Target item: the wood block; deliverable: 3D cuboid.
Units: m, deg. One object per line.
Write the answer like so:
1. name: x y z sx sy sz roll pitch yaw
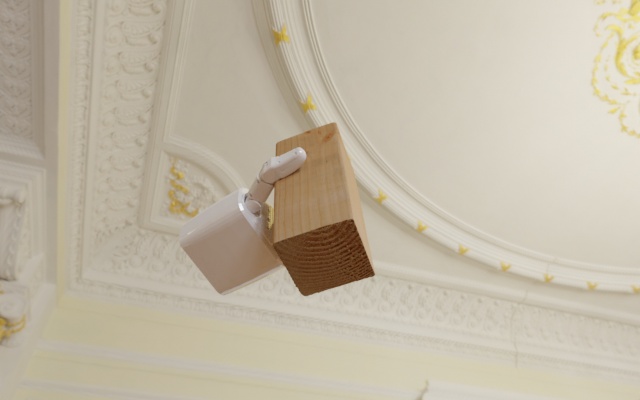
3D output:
1. wood block: 0.000 0.002 0.587 0.090 0.091 0.206 -18 37 9
